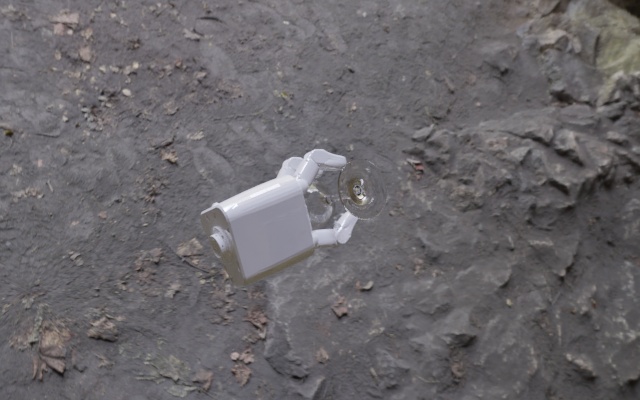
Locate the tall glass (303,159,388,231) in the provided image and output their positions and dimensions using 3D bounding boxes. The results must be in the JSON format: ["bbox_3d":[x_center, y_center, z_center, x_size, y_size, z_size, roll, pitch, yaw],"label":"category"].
[{"bbox_3d":[0.001,0.002,0.658,0.079,0.079,0.201,0,-9,-31],"label":"tall glass"}]
